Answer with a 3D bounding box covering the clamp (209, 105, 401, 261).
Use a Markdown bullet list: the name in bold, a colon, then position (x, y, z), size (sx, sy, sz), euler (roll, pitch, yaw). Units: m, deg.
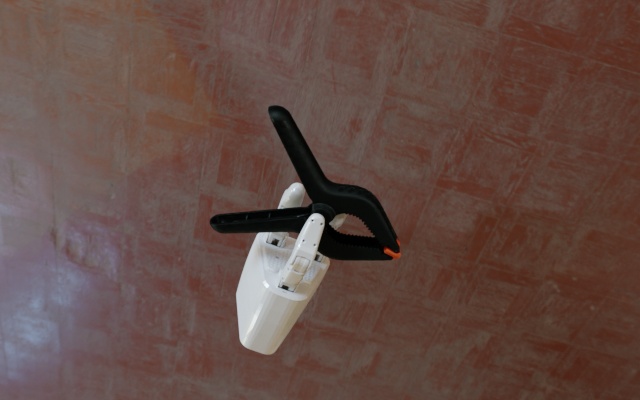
- **clamp**: position (0.000, 0.002, 0.515), size (0.210, 0.165, 0.036), euler (22, 30, -7)
